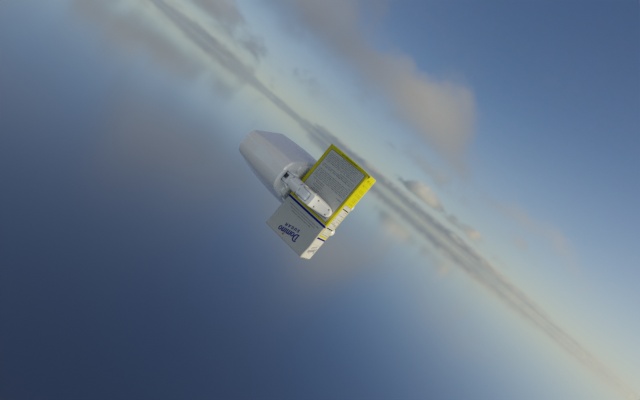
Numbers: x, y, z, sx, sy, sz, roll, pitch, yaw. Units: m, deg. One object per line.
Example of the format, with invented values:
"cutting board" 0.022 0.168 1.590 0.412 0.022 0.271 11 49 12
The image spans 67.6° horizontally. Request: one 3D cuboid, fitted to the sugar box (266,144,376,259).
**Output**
"sugar box" 0.000 0.003 0.803 0.093 0.176 0.048 43 7 25
